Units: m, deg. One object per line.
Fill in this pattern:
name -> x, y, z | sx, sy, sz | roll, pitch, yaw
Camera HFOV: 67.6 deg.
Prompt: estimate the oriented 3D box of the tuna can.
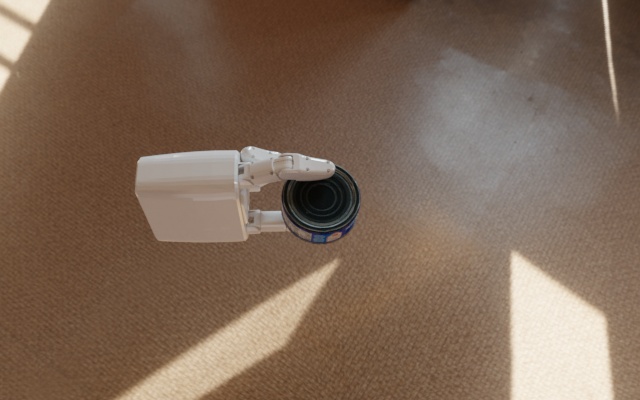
tuna can -> 0.000, 0.001, 0.516 | 0.086, 0.086, 0.034 | 0, -25, -4
